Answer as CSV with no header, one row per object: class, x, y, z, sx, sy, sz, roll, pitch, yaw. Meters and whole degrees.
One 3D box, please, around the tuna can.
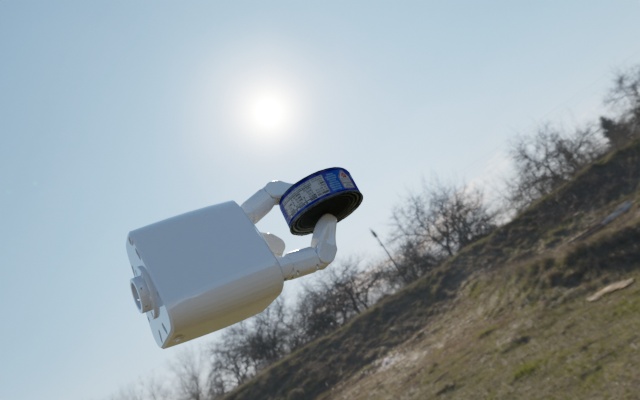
tuna can,0.000,0.001,0.507,0.086,0.033,0.086,-24,-21,-10
